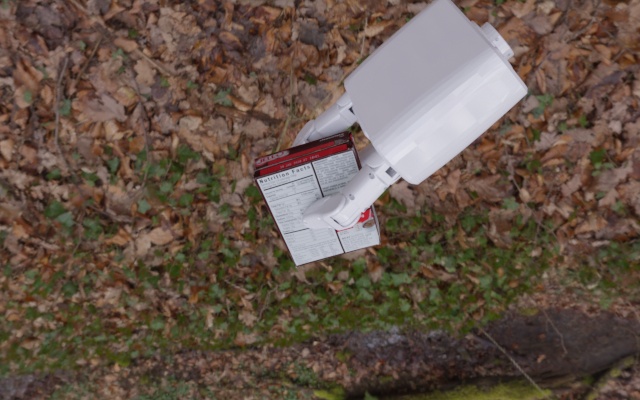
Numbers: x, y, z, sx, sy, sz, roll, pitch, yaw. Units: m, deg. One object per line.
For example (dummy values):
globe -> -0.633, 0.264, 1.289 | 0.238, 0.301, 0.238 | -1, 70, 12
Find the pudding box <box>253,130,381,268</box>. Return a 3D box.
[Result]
pudding box -> 0.000, 0.002, 0.435 | 0.090, 0.114, 0.039 | -15, 33, 7
